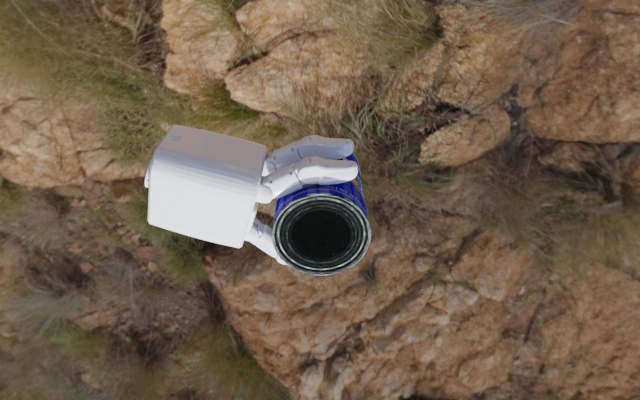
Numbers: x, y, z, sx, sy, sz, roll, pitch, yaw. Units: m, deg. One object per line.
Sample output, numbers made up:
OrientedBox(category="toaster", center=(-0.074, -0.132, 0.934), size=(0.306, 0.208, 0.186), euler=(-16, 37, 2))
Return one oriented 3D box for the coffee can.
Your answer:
OrientedBox(category="coffee can", center=(0.000, 0.002, 0.548), size=(0.103, 0.103, 0.140), euler=(0, 31, -1))
